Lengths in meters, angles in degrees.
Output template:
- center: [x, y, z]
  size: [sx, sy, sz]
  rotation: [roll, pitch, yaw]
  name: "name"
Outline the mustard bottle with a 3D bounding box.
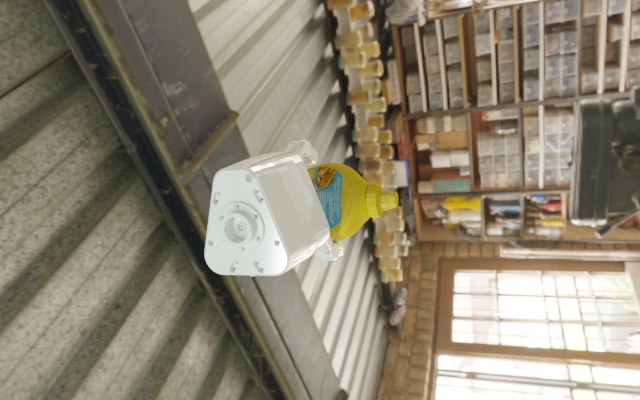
- center: [0.000, 0.002, 0.594]
  size: [0.191, 0.096, 0.058]
  rotation: [-2, -13, 20]
  name: "mustard bottle"
